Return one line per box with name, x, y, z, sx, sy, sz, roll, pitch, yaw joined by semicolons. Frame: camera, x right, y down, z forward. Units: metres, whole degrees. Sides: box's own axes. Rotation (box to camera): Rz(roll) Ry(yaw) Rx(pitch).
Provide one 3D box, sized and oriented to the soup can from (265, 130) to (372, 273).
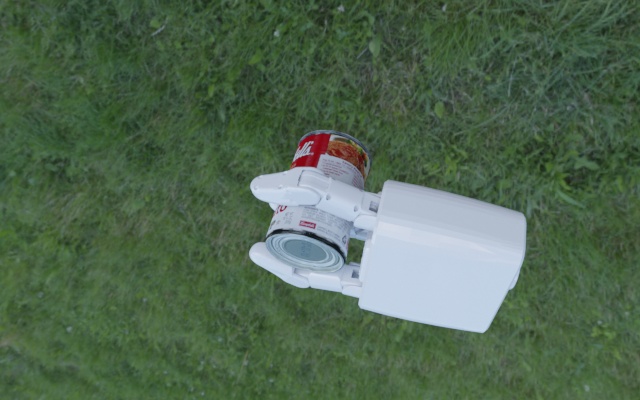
soup can;0.000;0.001;0.401;0.068;0.102;0.068;12;-31;8
